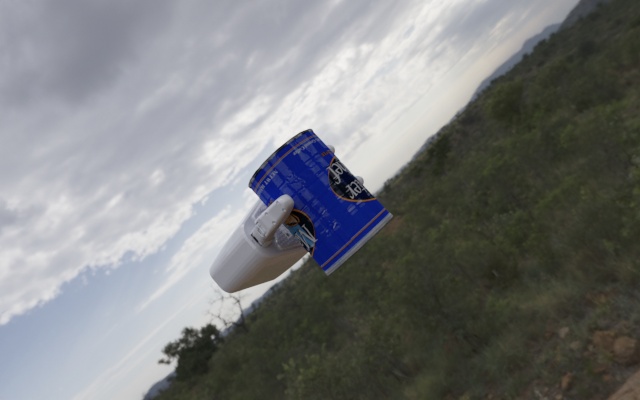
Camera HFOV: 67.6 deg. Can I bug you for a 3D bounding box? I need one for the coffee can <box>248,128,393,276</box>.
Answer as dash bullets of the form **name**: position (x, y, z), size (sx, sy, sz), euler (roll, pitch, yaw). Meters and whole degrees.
- **coffee can**: position (0.000, 0.002, 0.559), size (0.103, 0.140, 0.103), euler (-42, -5, -5)
